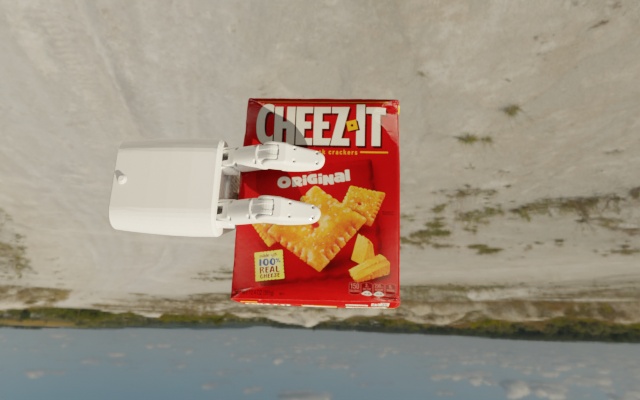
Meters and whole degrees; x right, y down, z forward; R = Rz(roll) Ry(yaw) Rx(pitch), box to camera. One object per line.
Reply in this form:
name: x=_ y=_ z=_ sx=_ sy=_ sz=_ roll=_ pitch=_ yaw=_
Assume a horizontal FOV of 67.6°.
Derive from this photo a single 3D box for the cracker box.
cracker box: x=0.000 y=0.002 z=0.500 sx=0.164 sy=0.213 sz=0.072 roll=1 pitch=-15 yaw=3
